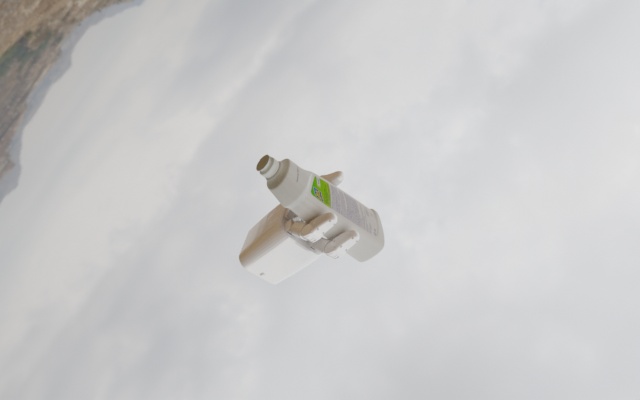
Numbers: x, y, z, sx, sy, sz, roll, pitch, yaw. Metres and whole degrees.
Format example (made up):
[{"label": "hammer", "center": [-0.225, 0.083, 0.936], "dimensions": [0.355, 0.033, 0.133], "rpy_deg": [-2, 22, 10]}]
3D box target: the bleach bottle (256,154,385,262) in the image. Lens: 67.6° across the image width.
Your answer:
[{"label": "bleach bottle", "center": [0.000, 0.003, 0.761], "dimensions": [0.068, 0.102, 0.251], "rpy_deg": [-37, -53, 23]}]
